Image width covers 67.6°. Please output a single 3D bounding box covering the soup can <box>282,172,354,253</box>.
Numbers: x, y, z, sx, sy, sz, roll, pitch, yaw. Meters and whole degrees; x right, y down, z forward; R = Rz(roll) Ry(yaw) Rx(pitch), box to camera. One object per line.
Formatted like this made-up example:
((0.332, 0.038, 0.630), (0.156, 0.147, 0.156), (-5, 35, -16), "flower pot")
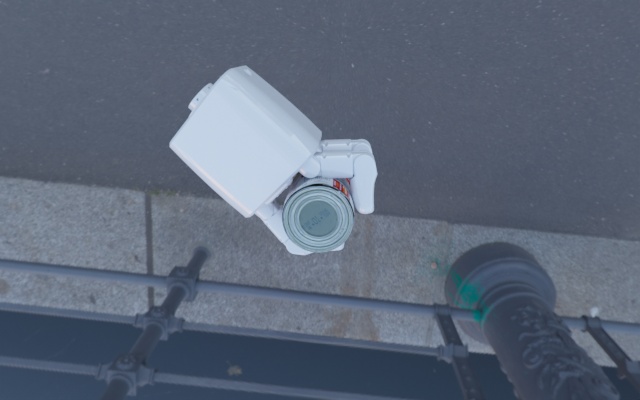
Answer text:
((0.000, 0.002, 0.477), (0.068, 0.068, 0.102), (0, 18, 3), "soup can")
